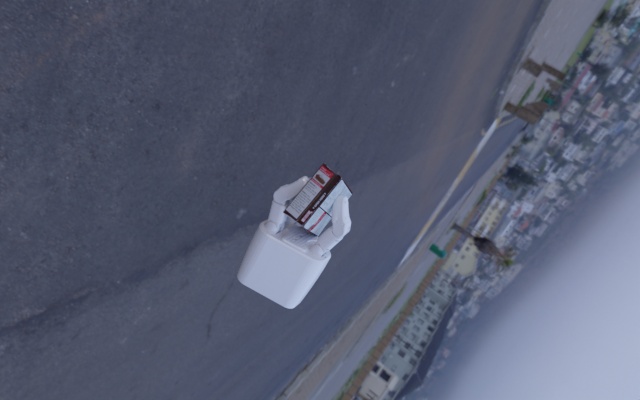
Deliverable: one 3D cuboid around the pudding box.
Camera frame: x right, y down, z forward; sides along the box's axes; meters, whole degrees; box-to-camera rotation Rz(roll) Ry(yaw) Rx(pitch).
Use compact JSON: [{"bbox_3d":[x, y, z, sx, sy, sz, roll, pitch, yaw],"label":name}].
[{"bbox_3d":[0.000,0.002,0.698,0.039,0.090,0.113,38,-2,14],"label":"pudding box"}]
